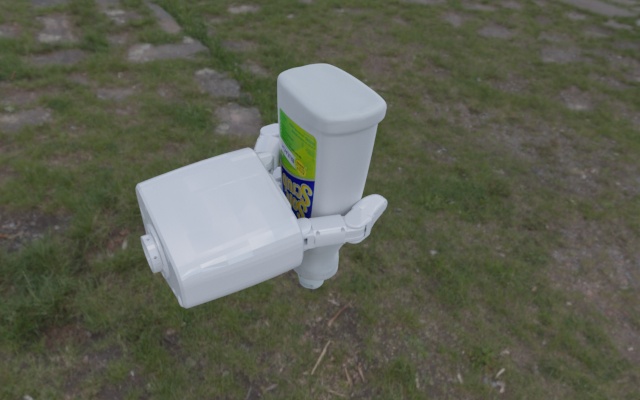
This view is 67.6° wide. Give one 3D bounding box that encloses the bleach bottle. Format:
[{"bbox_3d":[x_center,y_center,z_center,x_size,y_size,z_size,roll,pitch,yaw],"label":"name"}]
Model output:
[{"bbox_3d":[0.000,0.001,0.475,0.068,0.251,0.102,-19,45,-26],"label":"bleach bottle"}]
